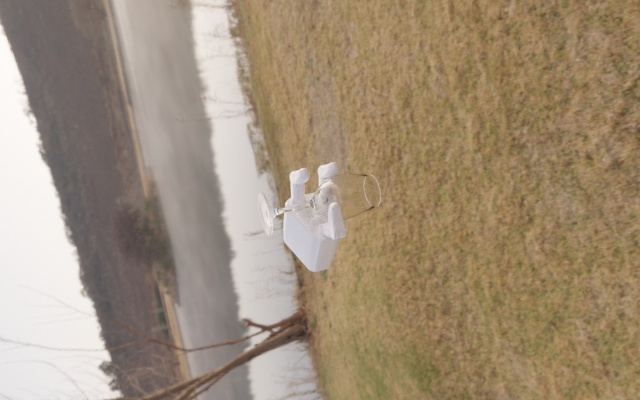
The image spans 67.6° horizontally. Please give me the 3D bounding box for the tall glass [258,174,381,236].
[{"bbox_3d":[0.000,0.003,0.811,0.201,0.079,0.079,-12,4,-20],"label":"tall glass"}]
